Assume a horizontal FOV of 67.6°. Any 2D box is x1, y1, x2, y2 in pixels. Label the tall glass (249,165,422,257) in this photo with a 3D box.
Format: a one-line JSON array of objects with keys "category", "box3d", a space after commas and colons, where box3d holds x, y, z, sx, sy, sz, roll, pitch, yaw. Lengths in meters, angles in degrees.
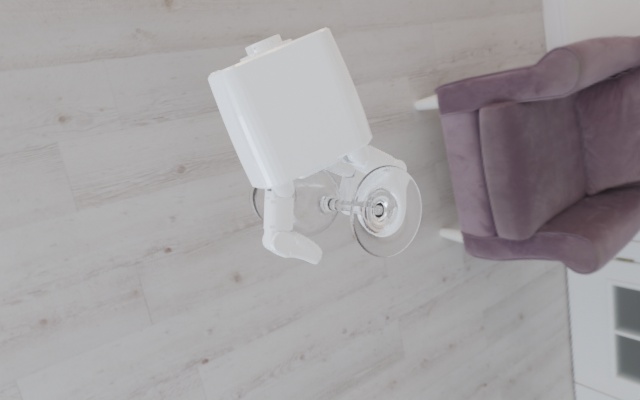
[{"category": "tall glass", "box3d": [0.000, 0.002, 0.464, 0.079, 0.079, 0.201, 0, 4, -33]}]
